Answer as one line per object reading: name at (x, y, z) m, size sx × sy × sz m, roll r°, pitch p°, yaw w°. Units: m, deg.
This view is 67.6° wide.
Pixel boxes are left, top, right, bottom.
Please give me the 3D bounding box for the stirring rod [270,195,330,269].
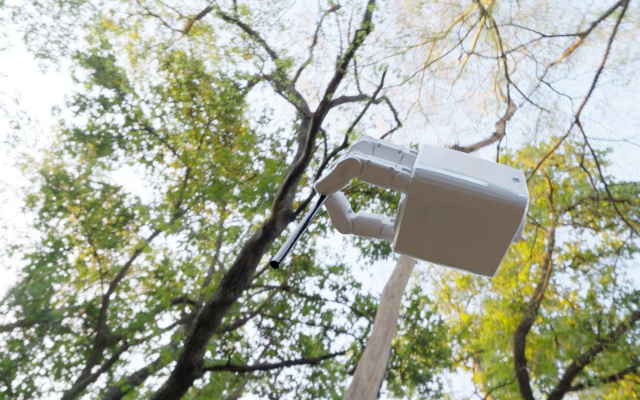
stirring rod at (0.000, 0.002, 0.470) m, size 0.011 × 0.011 × 0.239 m, roll 0°, pitch 23°, yaw 19°
